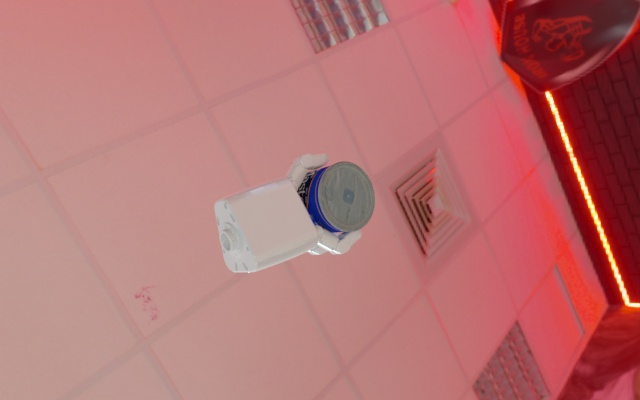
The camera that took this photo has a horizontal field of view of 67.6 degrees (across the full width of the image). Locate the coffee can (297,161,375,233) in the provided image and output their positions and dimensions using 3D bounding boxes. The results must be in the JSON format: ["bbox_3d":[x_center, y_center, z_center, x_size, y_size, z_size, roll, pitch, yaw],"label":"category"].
[{"bbox_3d":[0.000,0.002,0.743,0.103,0.103,0.140,0,-7,-37],"label":"coffee can"}]
